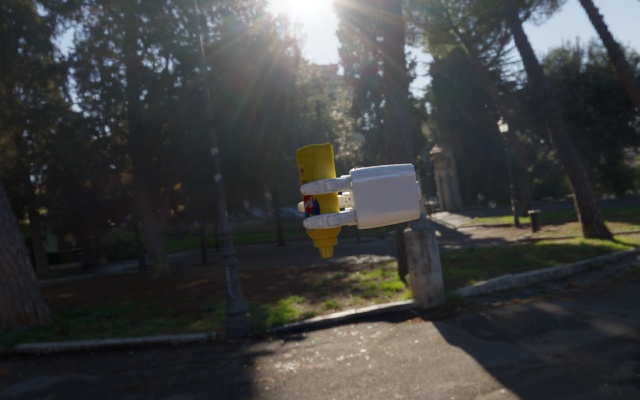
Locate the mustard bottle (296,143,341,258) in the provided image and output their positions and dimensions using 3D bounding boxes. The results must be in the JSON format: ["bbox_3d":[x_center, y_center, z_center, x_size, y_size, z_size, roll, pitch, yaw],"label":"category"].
[{"bbox_3d":[0.000,0.002,0.822,0.058,0.191,0.096,-8,0,-22],"label":"mustard bottle"}]
